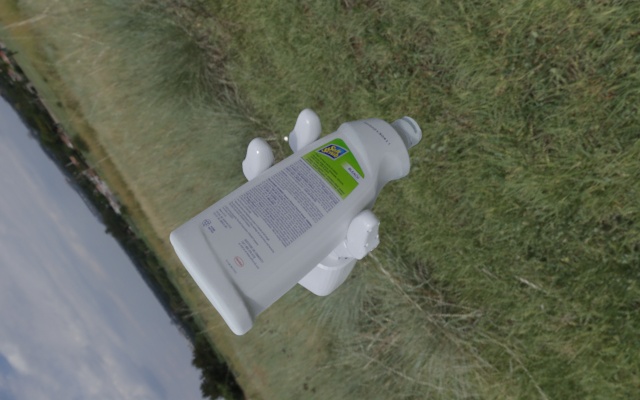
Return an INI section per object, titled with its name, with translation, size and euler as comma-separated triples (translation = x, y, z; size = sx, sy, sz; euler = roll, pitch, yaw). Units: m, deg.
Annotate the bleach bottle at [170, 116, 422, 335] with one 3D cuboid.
[bleach bottle]
translation = 0.000, 0.001, 0.429
size = 0.251, 0.102, 0.068
euler = -35, -19, -21
